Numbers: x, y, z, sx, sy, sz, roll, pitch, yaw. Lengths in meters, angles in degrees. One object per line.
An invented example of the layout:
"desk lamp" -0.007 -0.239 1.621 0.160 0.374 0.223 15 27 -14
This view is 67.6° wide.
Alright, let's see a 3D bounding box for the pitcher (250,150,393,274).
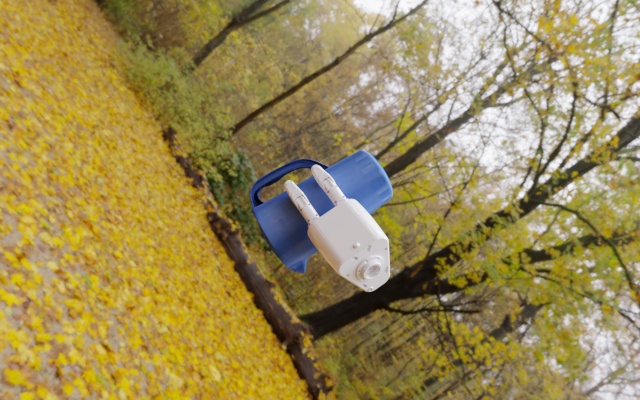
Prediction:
"pitcher" 0.000 0.003 0.874 0.243 0.149 0.145 -32 42 -6
